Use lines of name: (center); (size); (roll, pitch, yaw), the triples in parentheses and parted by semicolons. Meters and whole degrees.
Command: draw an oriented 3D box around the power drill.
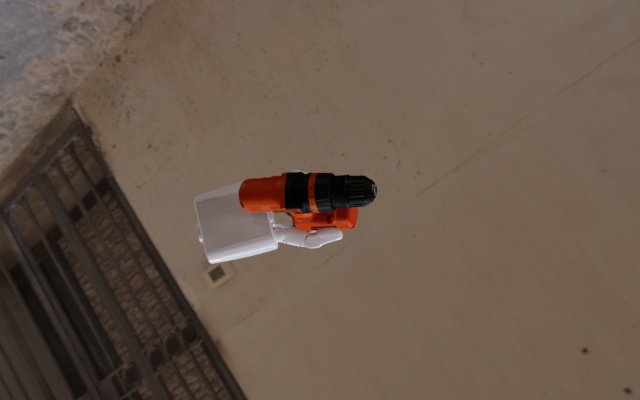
power drill: (0.000, 0.002, 0.684); (0.184, 0.057, 0.188); (0, -12, 16)
